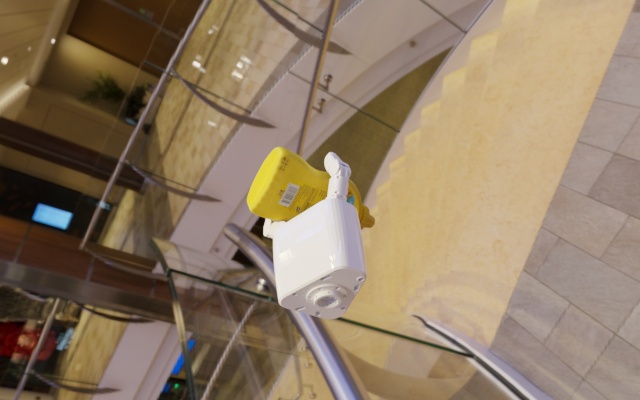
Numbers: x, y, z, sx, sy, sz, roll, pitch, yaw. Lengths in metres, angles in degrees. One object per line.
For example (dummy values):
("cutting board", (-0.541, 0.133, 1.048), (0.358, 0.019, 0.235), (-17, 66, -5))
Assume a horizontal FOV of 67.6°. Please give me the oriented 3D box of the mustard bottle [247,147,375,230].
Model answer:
("mustard bottle", (0.000, 0.002, 0.680), (0.192, 0.096, 0.058), (22, 16, -28))
